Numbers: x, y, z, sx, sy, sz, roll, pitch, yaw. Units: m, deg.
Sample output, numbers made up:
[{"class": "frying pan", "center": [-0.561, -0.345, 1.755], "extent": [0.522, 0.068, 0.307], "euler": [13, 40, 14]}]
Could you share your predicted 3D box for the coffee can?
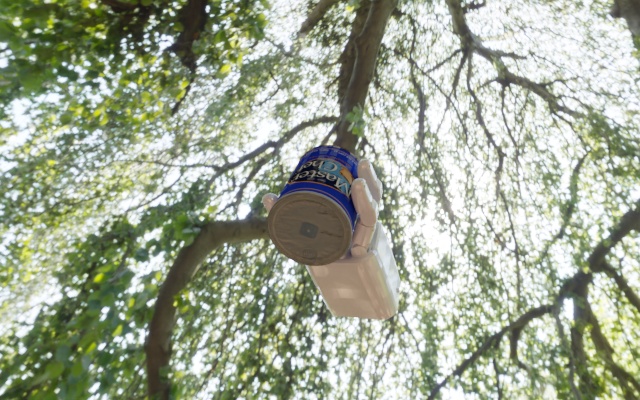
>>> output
[{"class": "coffee can", "center": [0.000, 0.002, 0.618], "extent": [0.103, 0.103, 0.140], "euler": [0, 30, 14]}]
